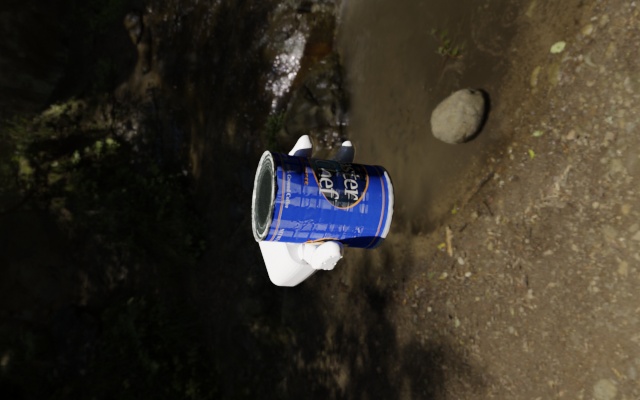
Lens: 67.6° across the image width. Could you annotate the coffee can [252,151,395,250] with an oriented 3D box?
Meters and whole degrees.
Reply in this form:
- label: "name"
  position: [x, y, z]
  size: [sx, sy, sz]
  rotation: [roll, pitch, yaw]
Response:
- label: "coffee can"
  position: [0.000, 0.002, 0.556]
  size: [0.140, 0.103, 0.103]
  rotation: [6, -2, -19]
